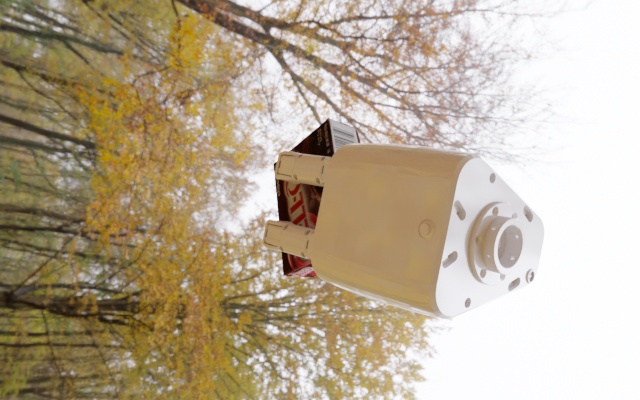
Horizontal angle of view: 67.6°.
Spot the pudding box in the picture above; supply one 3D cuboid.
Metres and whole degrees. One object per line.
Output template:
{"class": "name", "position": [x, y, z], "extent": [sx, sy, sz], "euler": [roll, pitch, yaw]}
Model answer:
{"class": "pudding box", "position": [0.000, 0.001, 0.411], "extent": [0.039, 0.113, 0.090], "euler": [12, -29, -35]}
